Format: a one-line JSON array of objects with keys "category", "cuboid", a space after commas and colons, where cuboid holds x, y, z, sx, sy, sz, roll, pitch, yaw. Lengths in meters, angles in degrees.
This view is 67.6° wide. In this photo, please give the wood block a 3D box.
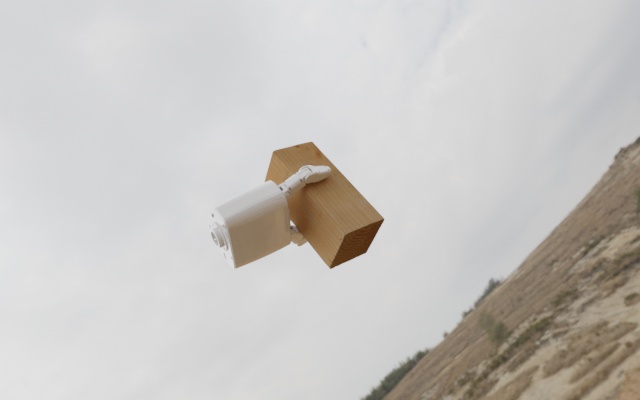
[{"category": "wood block", "cuboid": [0.000, 0.002, 0.820, 0.090, 0.091, 0.206, -19, 55, -36]}]
